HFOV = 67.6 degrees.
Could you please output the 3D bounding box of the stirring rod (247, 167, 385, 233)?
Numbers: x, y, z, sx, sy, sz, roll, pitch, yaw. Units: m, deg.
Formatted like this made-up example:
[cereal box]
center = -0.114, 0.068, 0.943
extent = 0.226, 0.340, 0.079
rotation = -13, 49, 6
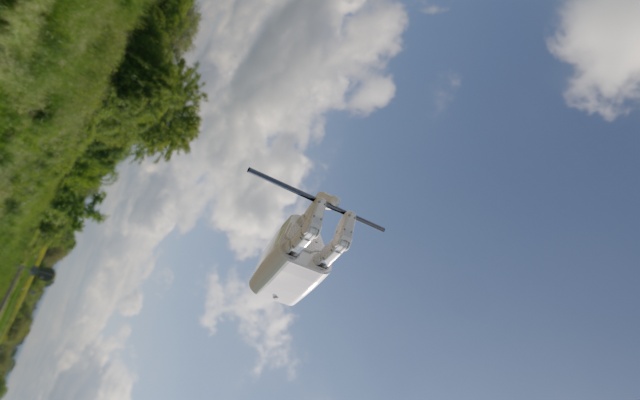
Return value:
[stirring rod]
center = 0.000, 0.002, 0.712
extent = 0.239, 0.011, 0.011
rotation = 24, -10, -24
